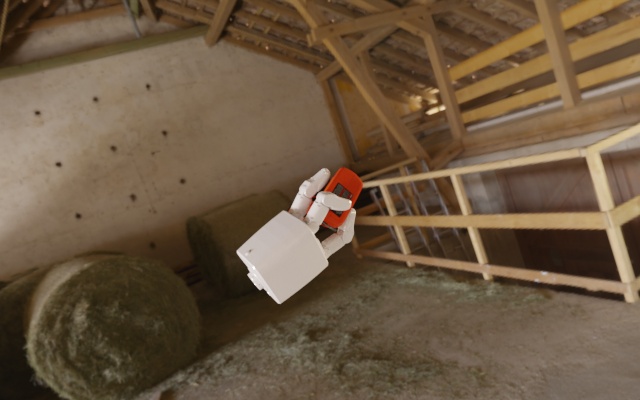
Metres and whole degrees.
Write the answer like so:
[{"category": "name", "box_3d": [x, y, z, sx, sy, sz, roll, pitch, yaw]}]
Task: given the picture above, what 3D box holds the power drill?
[{"category": "power drill", "box_3d": [0.000, 0.003, 0.875, 0.057, 0.184, 0.188, 36, -27, -14]}]
